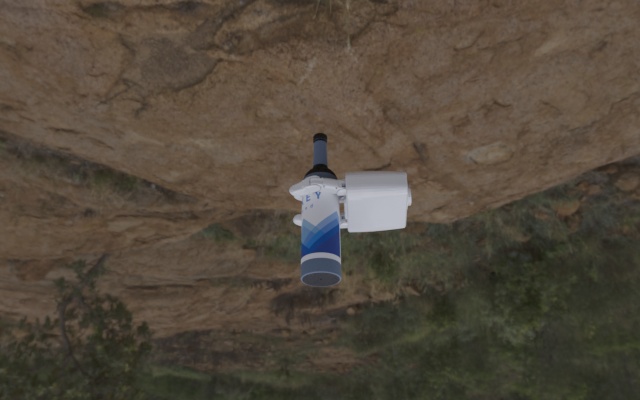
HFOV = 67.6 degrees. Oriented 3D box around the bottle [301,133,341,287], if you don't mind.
[{"bbox_3d":[0.000,0.003,0.853,0.069,0.295,0.069,0,-31,0],"label":"bottle"}]
